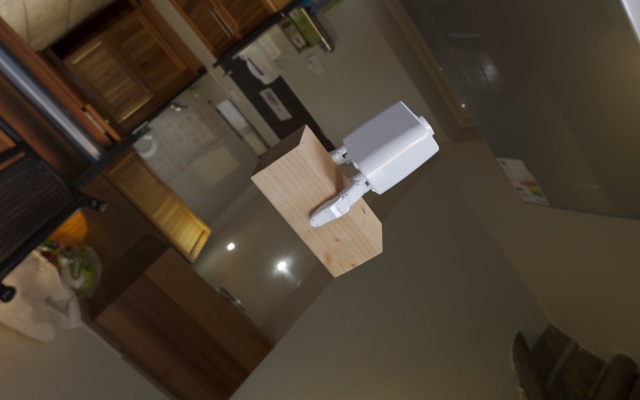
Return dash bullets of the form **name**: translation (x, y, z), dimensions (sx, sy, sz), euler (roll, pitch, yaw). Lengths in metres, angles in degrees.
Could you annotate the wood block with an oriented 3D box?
- **wood block**: translation (0.000, 0.002, 0.724), dimensions (0.090, 0.206, 0.090), euler (-31, 21, 20)
